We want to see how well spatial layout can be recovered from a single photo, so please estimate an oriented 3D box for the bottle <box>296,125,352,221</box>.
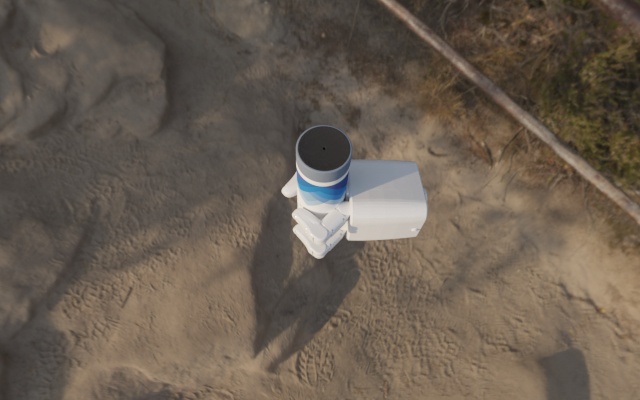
[{"bbox_3d":[0.000,0.002,0.691,0.069,0.069,0.296,0,-26,-2],"label":"bottle"}]
